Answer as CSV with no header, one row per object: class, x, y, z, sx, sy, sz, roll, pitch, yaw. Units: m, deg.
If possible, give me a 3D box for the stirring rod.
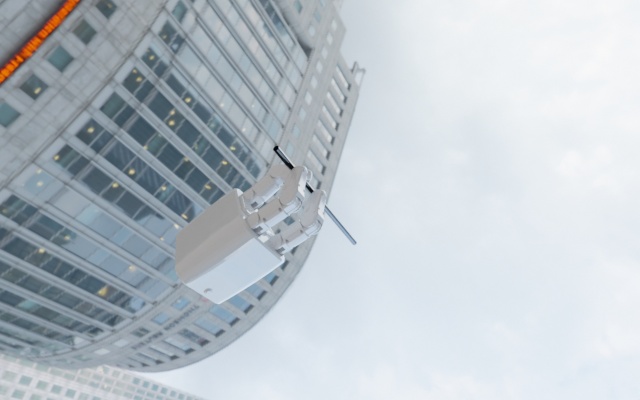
stirring rod,0.000,0.002,0.648,0.011,0.011,0.240,0,-32,31
